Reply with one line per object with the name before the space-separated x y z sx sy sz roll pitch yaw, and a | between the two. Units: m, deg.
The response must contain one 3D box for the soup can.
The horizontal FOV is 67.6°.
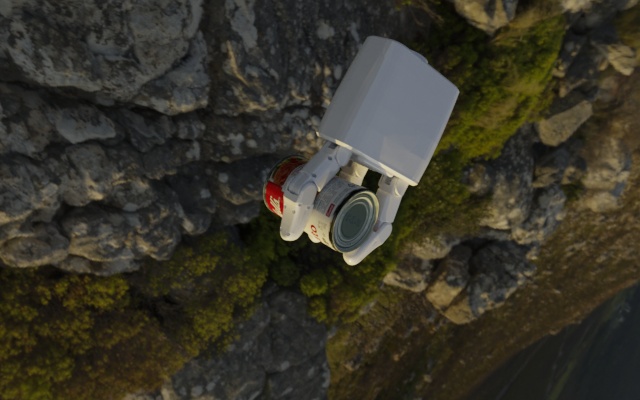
soup can | 0.000 0.002 0.479 0.068 0.068 0.102 0 22 -47
